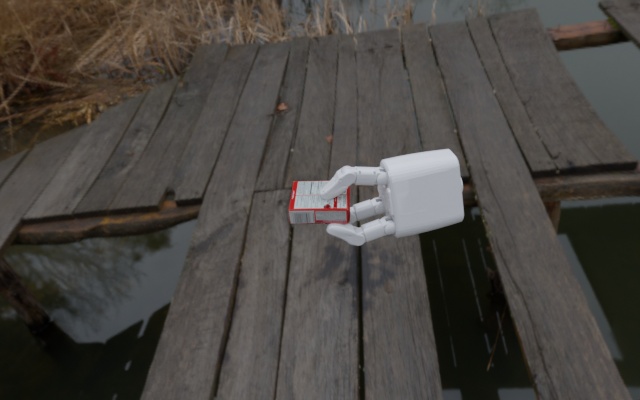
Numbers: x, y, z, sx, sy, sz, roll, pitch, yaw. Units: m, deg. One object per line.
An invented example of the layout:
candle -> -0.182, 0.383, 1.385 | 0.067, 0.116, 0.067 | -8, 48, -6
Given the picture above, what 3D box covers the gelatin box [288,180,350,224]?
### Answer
gelatin box -> 0.000, 0.002, 0.714 | 0.089, 0.030, 0.073 | -1, 38, 4
